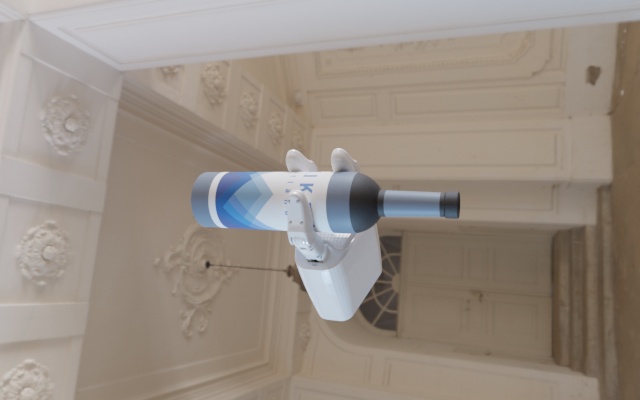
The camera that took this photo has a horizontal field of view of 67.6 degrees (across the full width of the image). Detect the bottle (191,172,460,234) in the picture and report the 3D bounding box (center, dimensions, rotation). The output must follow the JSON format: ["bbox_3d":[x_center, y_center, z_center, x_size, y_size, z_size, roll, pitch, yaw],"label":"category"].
[{"bbox_3d":[0.000,0.002,0.526,0.295,0.069,0.069,1,0,21],"label":"bottle"}]
